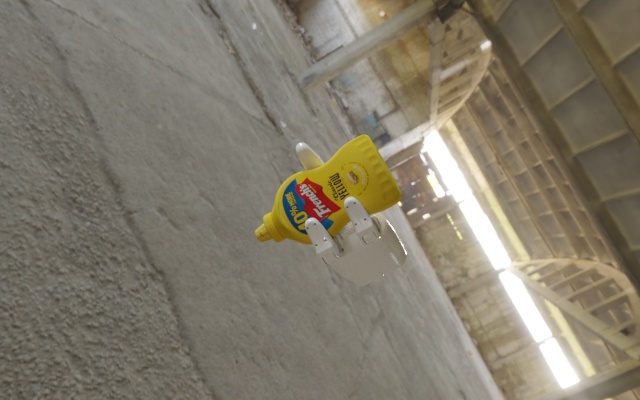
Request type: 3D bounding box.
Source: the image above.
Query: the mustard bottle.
[{"bbox_3d":[0.000,0.002,0.615,0.191,0.096,0.058,-29,-13,10],"label":"mustard bottle"}]
